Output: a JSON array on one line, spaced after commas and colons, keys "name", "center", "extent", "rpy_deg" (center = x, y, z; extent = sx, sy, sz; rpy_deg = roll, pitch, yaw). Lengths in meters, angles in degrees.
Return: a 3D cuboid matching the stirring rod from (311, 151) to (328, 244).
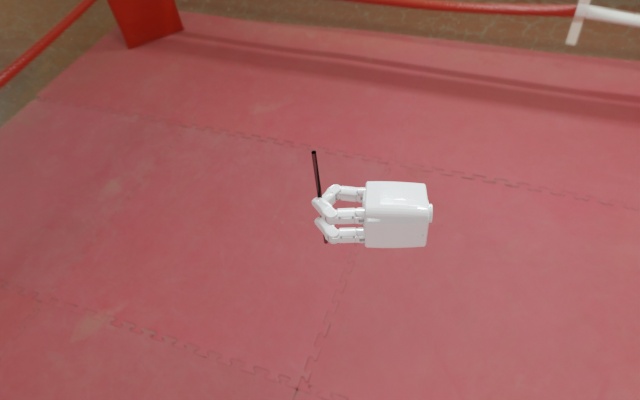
[{"name": "stirring rod", "center": [0.000, 0.003, 0.839], "extent": [0.011, 0.011, 0.240], "rpy_deg": [0, -41, 7]}]
